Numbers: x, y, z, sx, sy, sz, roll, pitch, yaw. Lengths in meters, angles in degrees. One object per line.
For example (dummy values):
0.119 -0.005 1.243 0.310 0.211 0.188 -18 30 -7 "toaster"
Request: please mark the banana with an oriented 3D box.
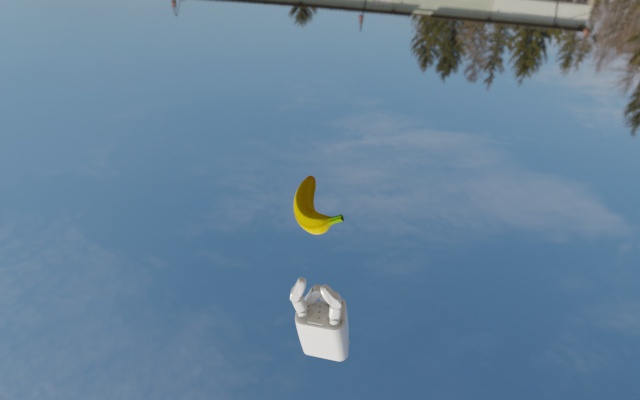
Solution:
-0.016 0.012 0.858 0.069 0.037 0.197 -25 30 -5 "banana"
